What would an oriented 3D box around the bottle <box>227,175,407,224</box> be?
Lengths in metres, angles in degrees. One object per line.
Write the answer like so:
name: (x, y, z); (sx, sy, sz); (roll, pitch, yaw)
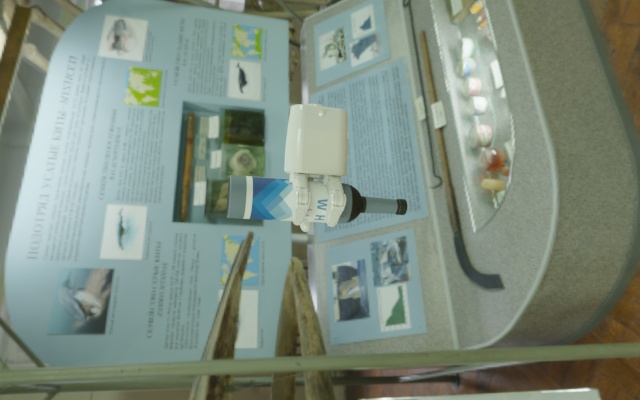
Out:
bottle: (0.000, 0.003, 0.774); (0.296, 0.069, 0.069); (4, -1, -14)
